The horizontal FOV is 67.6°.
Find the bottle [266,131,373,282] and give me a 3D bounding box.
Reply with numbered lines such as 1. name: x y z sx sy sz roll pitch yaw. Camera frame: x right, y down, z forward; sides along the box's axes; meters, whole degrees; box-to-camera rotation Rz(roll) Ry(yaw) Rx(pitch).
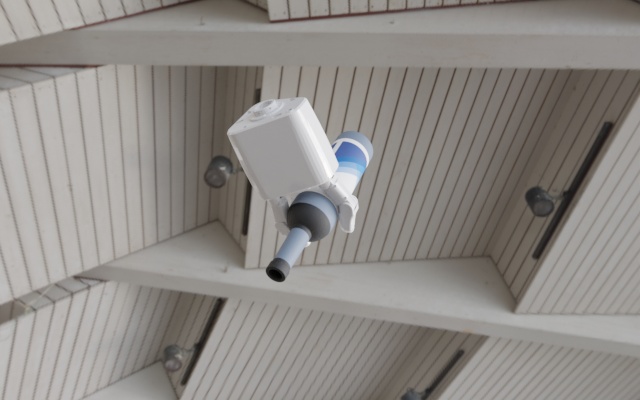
1. bottle: 0.000 0.002 0.687 0.069 0.069 0.295 0 37 28
